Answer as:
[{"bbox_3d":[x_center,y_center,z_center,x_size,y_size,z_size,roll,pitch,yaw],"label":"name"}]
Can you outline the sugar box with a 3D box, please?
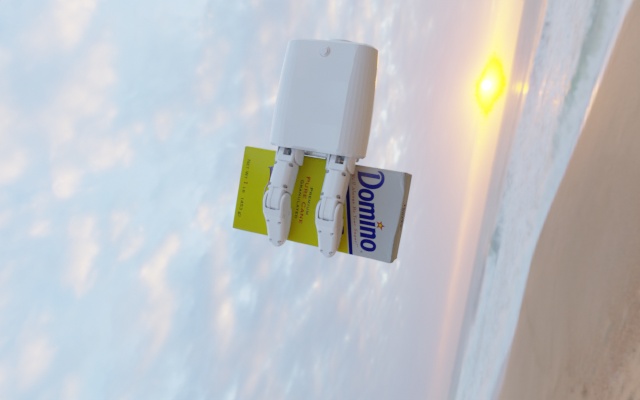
[{"bbox_3d":[0.000,0.002,0.503,0.176,0.093,0.048,10,5,19],"label":"sugar box"}]
